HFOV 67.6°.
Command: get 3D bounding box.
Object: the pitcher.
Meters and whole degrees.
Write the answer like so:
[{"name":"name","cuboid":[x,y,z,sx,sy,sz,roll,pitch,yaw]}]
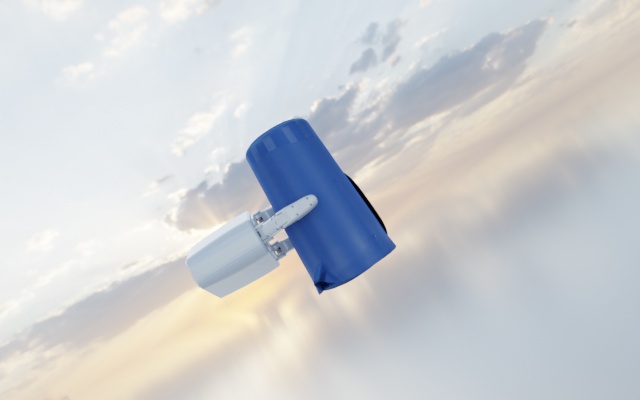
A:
[{"name":"pitcher","cuboid":[0.000,0.002,0.712,0.145,0.243,0.149,-31,-5,-3]}]
